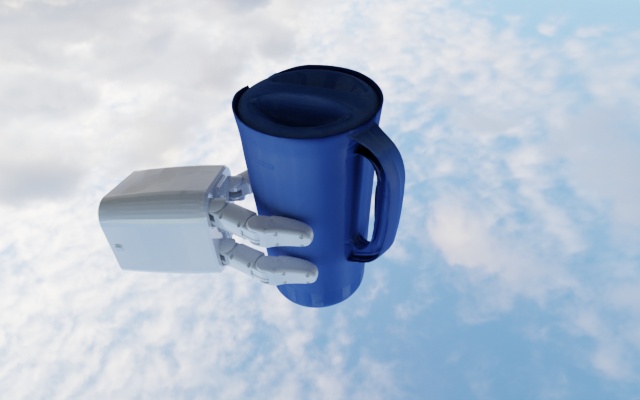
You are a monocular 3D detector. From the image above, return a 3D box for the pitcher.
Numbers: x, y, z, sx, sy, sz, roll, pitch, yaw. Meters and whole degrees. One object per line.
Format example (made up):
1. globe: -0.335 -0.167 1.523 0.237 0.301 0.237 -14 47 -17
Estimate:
1. pitcher: 0.000 0.002 0.484 0.145 0.243 0.149 -2 40 2
